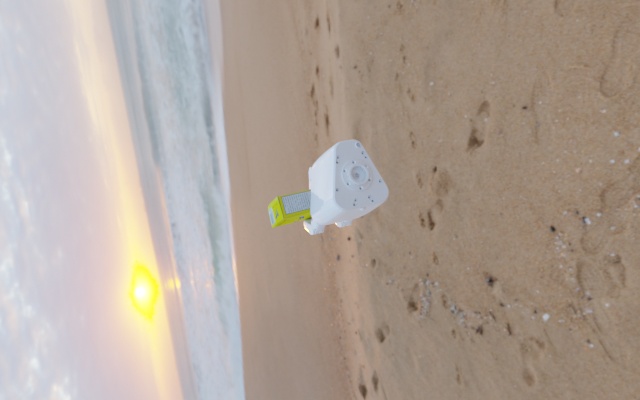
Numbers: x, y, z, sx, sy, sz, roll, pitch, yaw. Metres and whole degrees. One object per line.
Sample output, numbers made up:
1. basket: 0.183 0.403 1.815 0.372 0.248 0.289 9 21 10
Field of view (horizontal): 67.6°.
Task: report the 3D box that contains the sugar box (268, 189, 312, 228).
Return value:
1. sugar box: 0.000 0.003 0.857 0.176 0.048 0.093 -11 -9 -20
